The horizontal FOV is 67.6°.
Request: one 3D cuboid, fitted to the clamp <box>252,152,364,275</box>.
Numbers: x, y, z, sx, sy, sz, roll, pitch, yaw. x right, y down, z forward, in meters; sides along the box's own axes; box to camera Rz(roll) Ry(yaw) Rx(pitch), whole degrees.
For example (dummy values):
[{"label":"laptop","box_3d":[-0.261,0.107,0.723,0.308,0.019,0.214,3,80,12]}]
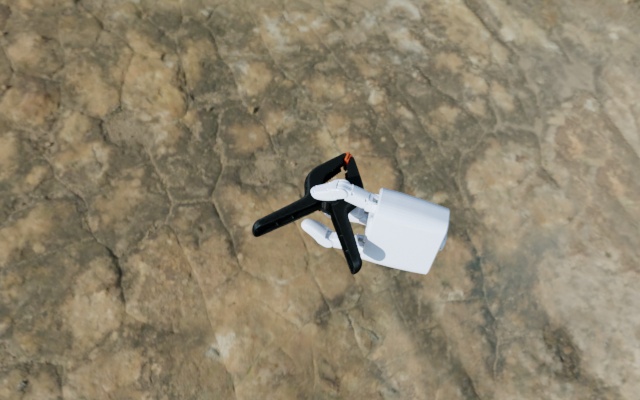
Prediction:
[{"label":"clamp","box_3d":[0.001,0.002,0.726,0.164,0.209,0.036,16,-38,3]}]
